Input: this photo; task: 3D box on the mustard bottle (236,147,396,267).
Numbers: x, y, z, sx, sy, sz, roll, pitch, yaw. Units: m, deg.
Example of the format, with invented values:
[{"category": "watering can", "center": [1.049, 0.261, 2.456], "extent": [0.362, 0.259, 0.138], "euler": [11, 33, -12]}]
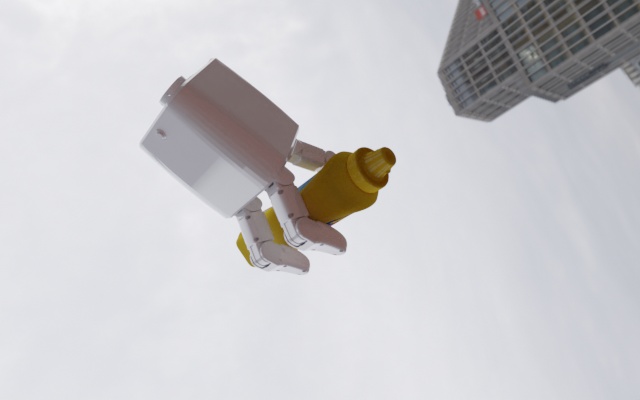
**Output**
[{"category": "mustard bottle", "center": [0.000, 0.002, 0.469], "extent": [0.192, 0.058, 0.096], "euler": [-35, -4, 42]}]
